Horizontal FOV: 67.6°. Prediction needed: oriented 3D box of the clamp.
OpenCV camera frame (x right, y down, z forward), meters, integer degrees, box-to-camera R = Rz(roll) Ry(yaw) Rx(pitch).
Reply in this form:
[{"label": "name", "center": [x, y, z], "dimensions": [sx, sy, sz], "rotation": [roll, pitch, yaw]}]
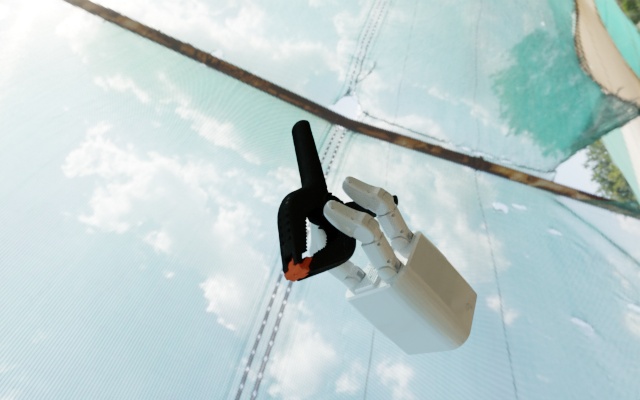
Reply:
[{"label": "clamp", "center": [0.000, 0.003, 0.528], "dimensions": [0.036, 0.164, 0.210], "rotation": [-43, 6, 39]}]
